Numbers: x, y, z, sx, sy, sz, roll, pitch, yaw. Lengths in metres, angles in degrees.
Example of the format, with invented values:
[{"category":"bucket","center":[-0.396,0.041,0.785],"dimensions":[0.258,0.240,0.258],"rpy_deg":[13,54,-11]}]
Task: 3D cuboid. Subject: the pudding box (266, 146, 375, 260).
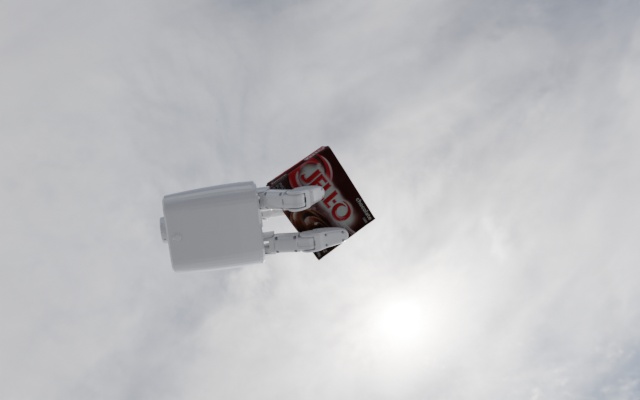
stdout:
[{"category":"pudding box","center":[0.000,0.002,0.593],"dimensions":[0.090,0.113,0.039],"rpy_deg":[-36,16,-6]}]
